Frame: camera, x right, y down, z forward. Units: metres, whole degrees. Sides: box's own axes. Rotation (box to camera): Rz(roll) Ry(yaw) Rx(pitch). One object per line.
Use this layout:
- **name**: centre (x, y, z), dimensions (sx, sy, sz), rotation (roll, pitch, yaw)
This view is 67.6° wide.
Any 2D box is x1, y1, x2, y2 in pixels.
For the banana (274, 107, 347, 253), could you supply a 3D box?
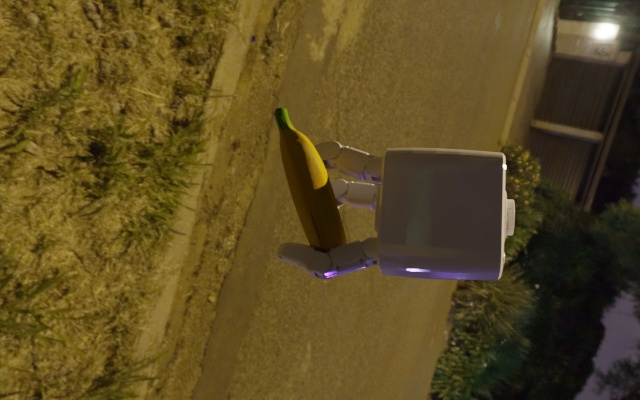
- **banana**: centre (0.000, 0.010, 0.455), dimensions (0.037, 0.198, 0.069), rotation (-12, 36, 7)
